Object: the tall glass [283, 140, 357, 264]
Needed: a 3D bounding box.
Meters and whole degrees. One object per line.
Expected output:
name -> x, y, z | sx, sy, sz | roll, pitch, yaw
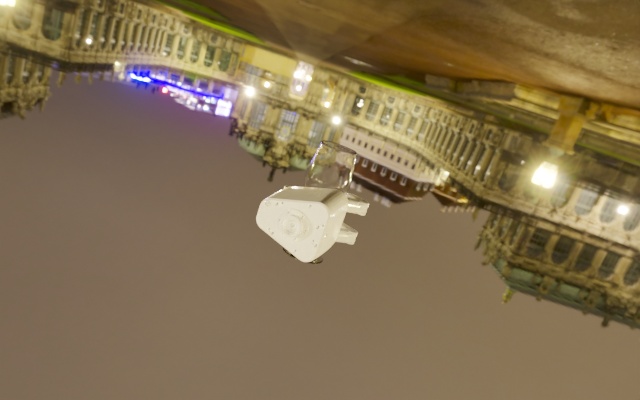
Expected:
tall glass -> 0.000, 0.003, 0.813 | 0.079, 0.201, 0.079 | 18, 14, -5
